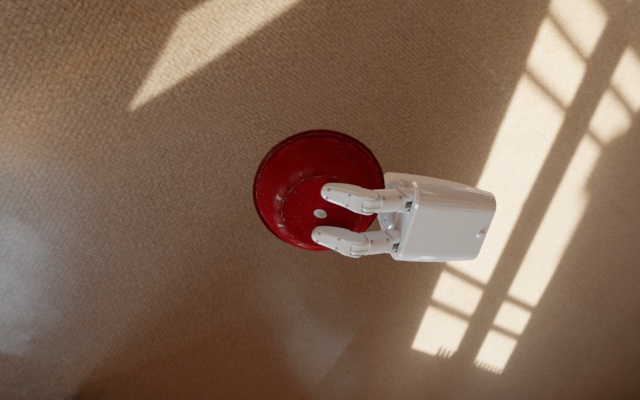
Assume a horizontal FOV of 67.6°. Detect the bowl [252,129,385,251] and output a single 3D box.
[{"bbox_3d":[-0.001,0.002,0.558,0.162,0.162,0.055,0,26,-4],"label":"bowl"}]
